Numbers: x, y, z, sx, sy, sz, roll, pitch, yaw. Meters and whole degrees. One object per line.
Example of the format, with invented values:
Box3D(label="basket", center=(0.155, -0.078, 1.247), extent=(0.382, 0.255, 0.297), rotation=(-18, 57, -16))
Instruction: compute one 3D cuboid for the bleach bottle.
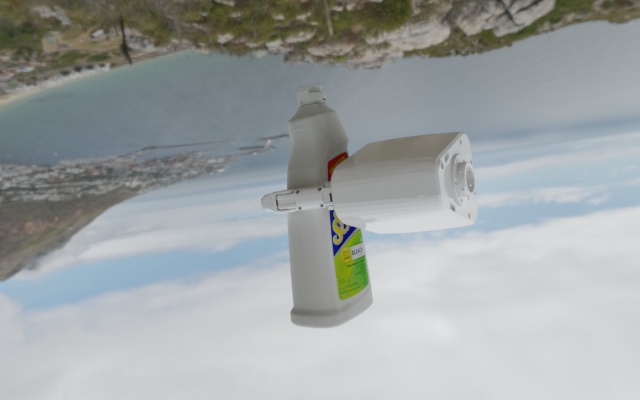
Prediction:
Box3D(label="bleach bottle", center=(0.000, 0.002, 0.521), extent=(0.068, 0.251, 0.102), rotation=(-6, 3, 35))
